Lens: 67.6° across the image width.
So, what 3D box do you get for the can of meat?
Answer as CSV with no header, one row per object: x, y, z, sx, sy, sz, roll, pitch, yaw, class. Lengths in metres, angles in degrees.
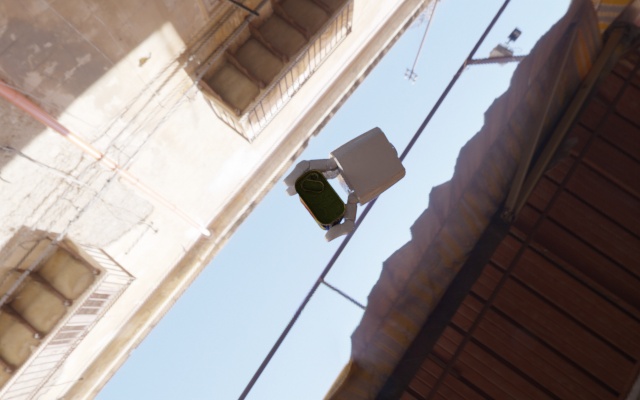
0.000,0.003,0.874,0.057,0.102,0.084,-36,-12,-7,can of meat
